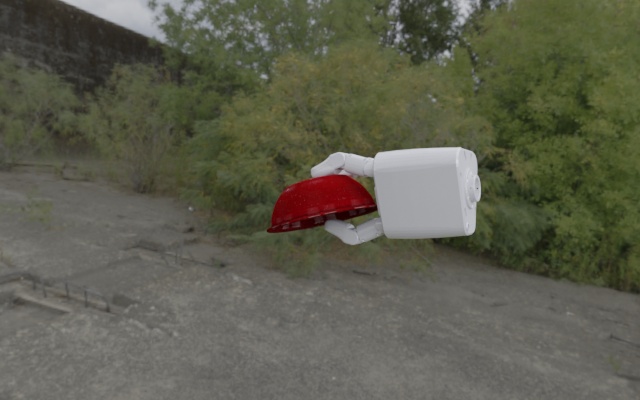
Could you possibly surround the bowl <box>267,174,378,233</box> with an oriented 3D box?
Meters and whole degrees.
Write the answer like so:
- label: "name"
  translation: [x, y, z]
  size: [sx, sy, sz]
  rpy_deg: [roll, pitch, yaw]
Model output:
- label: "bowl"
  translation: [-0.001, 0.002, 0.661]
  size: [0.162, 0.055, 0.162]
  rpy_deg: [-12, -7, -2]
